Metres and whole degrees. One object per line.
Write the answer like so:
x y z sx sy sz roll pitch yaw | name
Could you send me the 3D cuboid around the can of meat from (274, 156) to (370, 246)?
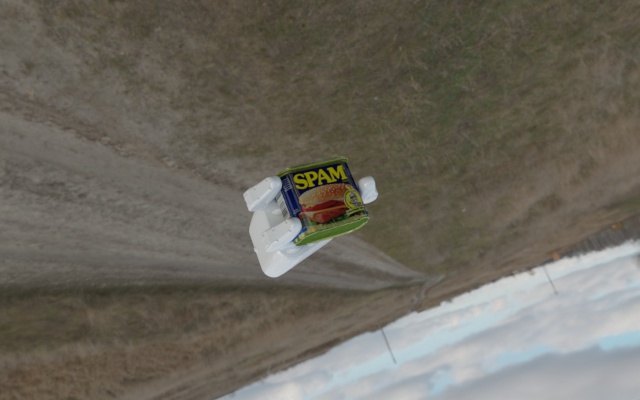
0.000 0.002 0.579 0.102 0.084 0.057 -14 -18 -27 | can of meat
